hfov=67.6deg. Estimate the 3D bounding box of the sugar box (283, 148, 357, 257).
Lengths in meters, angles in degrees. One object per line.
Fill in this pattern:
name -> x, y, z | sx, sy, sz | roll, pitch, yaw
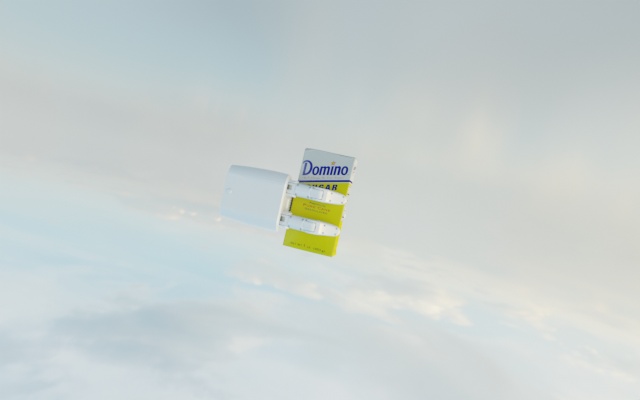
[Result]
sugar box -> 0.000, 0.003, 0.835 | 0.093, 0.176, 0.048 | 12, 2, 10
